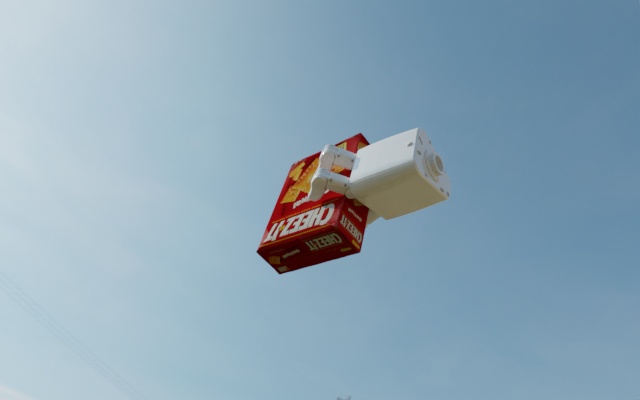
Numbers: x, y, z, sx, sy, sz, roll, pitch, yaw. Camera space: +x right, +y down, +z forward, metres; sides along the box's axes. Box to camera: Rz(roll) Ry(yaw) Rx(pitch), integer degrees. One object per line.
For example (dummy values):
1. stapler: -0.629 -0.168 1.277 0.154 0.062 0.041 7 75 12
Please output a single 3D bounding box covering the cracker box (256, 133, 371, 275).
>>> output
1. cracker box: 0.000 0.003 0.786 0.164 0.213 0.072 -21 -55 35
